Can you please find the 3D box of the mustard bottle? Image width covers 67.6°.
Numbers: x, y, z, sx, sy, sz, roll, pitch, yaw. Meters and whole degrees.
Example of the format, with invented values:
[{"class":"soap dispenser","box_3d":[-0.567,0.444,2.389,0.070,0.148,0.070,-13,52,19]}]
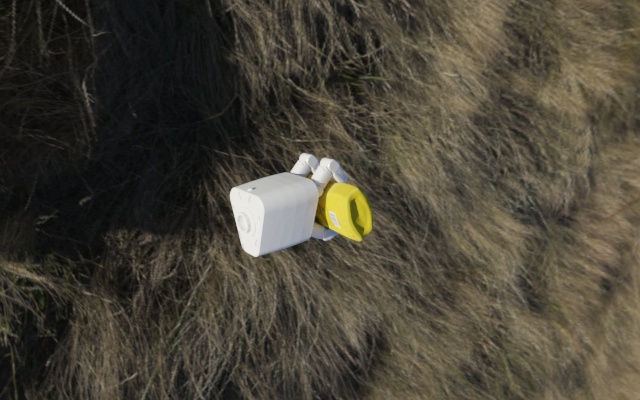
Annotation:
[{"class":"mustard bottle","box_3d":[0.001,0.003,0.823,0.058,0.096,0.191,-42,38,-26]}]
